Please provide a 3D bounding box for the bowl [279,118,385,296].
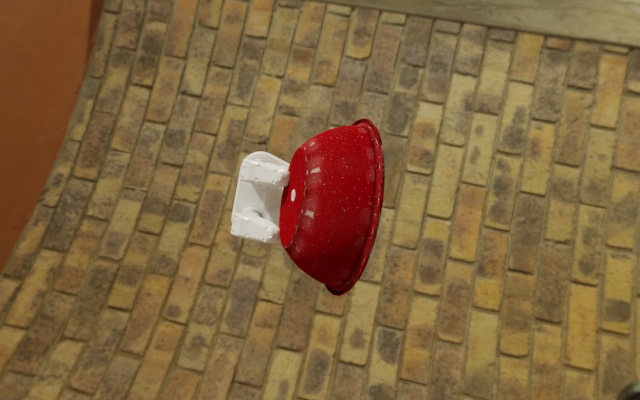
[{"bbox_3d":[0.000,0.001,0.427,0.055,0.162,0.162,10,-3,-16],"label":"bowl"}]
